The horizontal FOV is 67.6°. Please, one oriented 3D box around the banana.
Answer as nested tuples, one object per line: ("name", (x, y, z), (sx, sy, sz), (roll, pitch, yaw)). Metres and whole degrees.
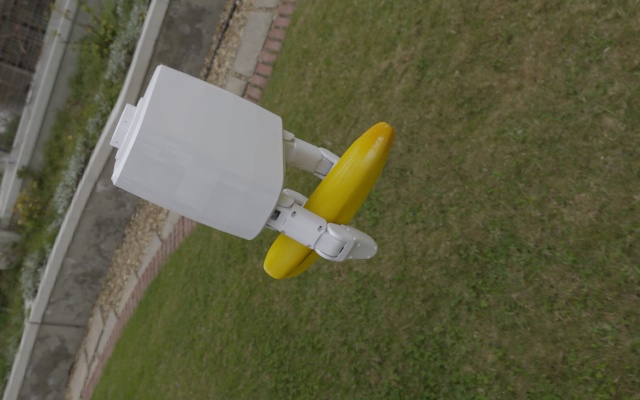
("banana", (-0.004, 0.016, 0.406), (0.037, 0.069, 0.198), (28, -49, -15))
